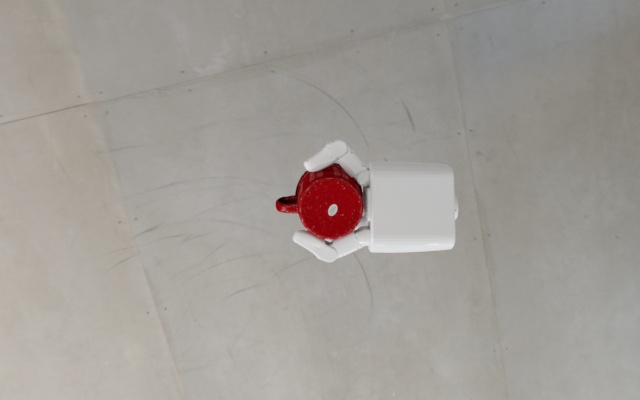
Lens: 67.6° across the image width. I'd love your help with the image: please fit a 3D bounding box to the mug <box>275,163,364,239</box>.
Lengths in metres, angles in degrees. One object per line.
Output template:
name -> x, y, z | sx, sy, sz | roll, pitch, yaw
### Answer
mug -> -0.001, 0.002, 0.618 | 0.117, 0.093, 0.081 | -1, 12, -1
